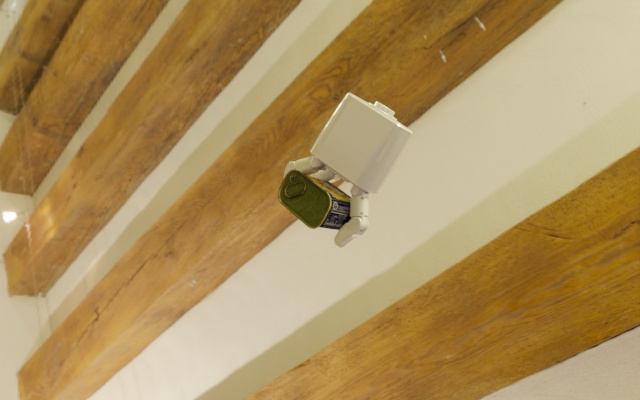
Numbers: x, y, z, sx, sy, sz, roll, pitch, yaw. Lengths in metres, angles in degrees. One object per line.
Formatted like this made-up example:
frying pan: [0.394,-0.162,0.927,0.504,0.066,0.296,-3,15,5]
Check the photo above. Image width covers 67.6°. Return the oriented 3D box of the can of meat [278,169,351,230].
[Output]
can of meat: [0.000,0.003,0.719,0.102,0.057,0.084,38,16,37]
